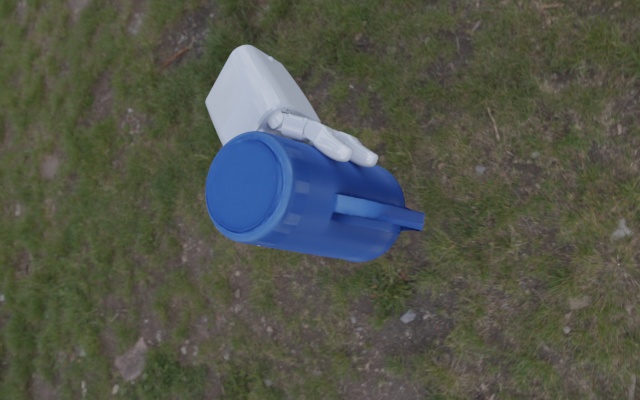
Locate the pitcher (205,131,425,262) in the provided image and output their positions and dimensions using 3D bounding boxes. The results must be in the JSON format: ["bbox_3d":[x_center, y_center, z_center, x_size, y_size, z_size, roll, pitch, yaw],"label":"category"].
[{"bbox_3d":[0.000,0.002,0.539,0.149,0.145,0.243,-39,-25,22],"label":"pitcher"}]
